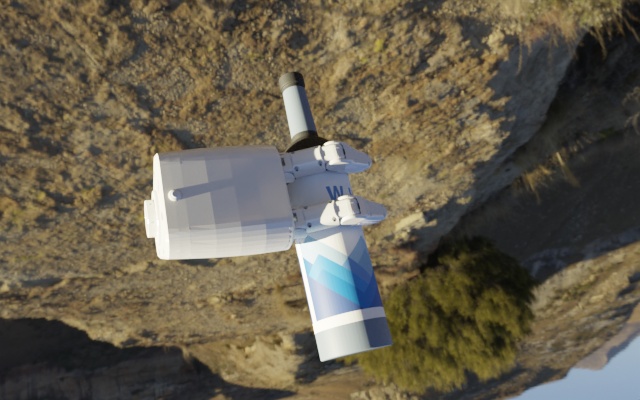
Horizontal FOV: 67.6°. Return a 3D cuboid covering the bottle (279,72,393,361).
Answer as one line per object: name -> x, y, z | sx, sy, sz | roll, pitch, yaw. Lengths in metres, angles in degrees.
bottle -> 0.000, 0.002, 0.475 | 0.069, 0.295, 0.069 | -12, -19, -4
